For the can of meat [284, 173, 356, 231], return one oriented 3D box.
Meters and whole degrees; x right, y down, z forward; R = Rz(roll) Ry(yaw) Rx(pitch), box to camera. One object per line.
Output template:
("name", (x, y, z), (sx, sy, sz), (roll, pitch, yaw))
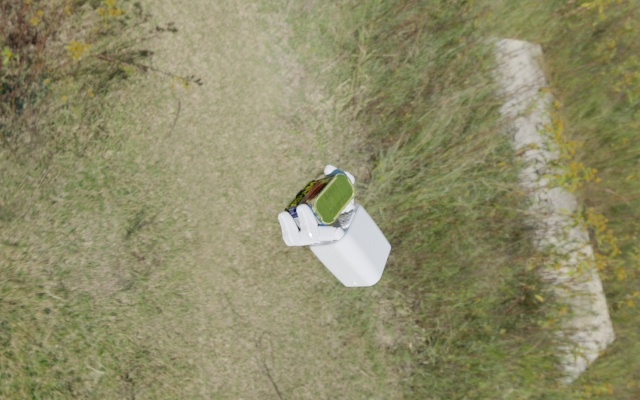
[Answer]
("can of meat", (0.000, 0.003, 0.817), (0.084, 0.057, 0.102), (-15, 28, 52))
